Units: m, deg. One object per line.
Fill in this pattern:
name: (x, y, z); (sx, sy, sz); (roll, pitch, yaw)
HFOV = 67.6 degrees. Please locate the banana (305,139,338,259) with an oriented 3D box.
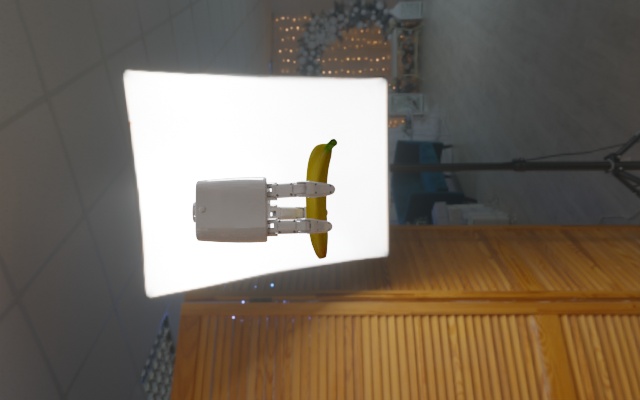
banana: (-0.003, -0.007, 0.763); (0.037, 0.198, 0.069); (-1, 19, -12)
